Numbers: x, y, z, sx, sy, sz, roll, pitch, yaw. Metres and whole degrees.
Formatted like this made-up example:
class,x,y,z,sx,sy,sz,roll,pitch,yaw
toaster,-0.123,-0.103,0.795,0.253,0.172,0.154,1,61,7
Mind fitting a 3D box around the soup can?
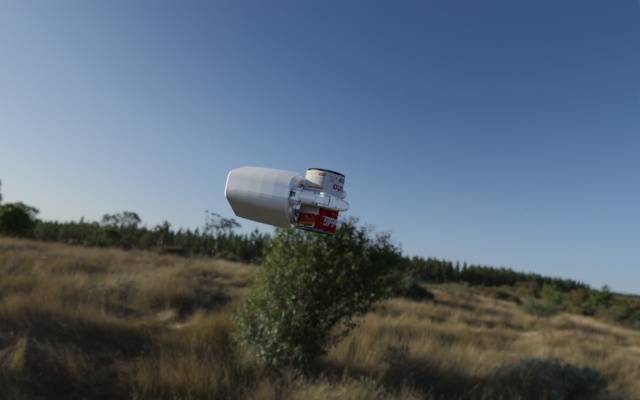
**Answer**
class,x,y,z,sx,sy,sz,roll,pitch,yaw
soup can,0.001,0.002,0.803,0.068,0.102,0.068,11,-7,1
